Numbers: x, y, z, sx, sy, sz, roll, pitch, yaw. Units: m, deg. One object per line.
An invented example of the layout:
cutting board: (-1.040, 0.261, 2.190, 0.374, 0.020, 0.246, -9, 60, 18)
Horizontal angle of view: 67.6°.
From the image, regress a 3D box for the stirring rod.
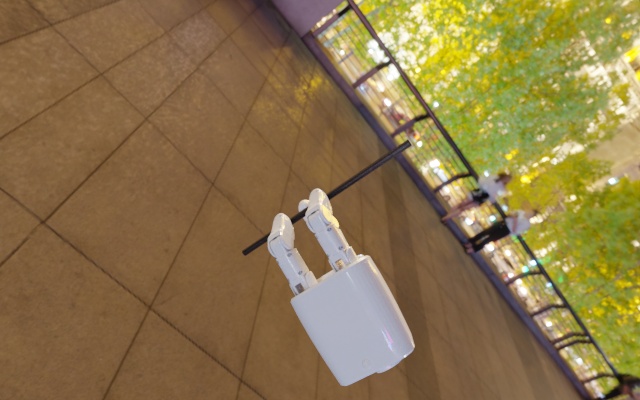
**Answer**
stirring rod: (0.000, 0.002, 0.544, 0.239, 0.011, 0.011, -34, -13, 21)
